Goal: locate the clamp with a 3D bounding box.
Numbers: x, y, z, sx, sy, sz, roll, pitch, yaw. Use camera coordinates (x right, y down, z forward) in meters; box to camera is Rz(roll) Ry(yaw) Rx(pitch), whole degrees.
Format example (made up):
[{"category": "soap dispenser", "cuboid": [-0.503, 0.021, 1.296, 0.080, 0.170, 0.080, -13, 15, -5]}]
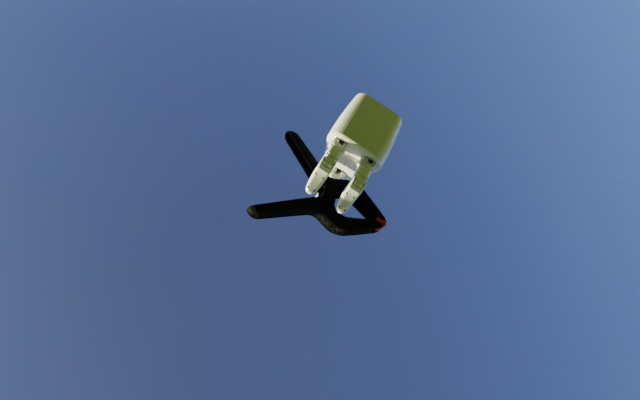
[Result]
[{"category": "clamp", "cuboid": [0.000, 0.003, 0.736, 0.210, 0.164, 0.036, 32, -30, -3]}]
